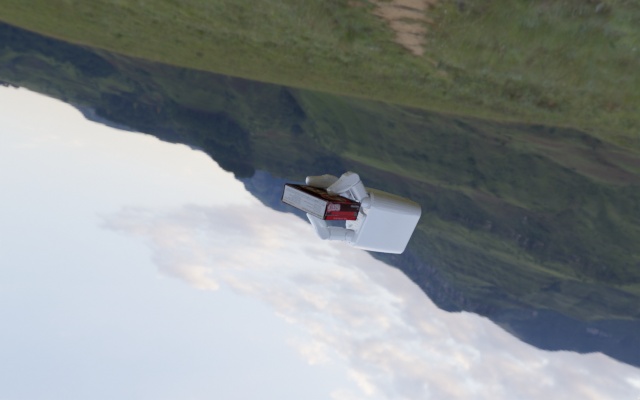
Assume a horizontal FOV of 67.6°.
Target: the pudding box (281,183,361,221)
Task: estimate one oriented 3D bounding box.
[{"bbox_3d":[0.000,0.003,0.840,0.113,0.039,0.090,20,10,41],"label":"pudding box"}]
